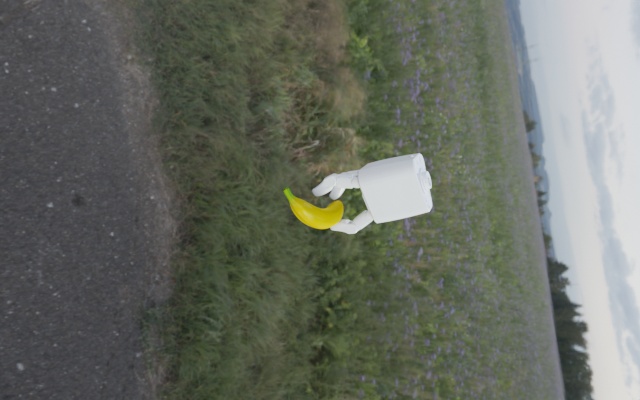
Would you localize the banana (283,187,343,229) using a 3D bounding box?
[{"bbox_3d":[0.001,0.020,0.891,0.037,0.069,0.198,-15,-15,26],"label":"banana"}]
